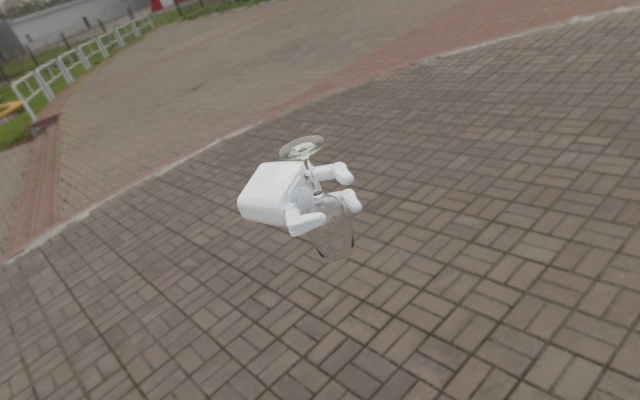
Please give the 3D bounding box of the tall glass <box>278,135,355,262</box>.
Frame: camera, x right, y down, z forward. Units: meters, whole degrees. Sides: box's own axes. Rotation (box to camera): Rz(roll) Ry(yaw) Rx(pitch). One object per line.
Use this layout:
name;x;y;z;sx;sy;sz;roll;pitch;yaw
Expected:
tall glass;0.000;0.002;0.761;0.079;0.201;0.079;-15;28;8
